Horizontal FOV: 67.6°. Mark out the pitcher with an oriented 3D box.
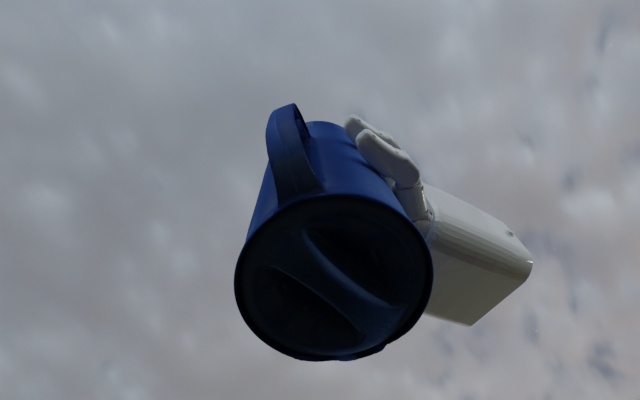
[{"bbox_3d":[0.000,0.001,0.416,0.145,0.149,0.242,21,21,-13],"label":"pitcher"}]
